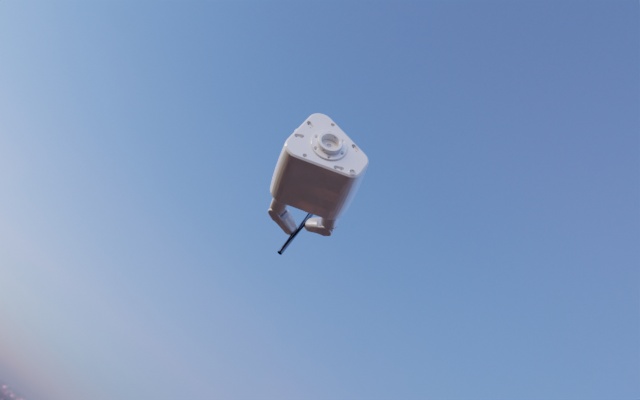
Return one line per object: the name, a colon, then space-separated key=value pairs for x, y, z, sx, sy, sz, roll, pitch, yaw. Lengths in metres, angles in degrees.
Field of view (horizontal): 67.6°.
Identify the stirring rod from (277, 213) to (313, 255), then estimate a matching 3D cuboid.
stirring rod: x=0.000 y=0.003 z=0.789 sx=0.011 sy=0.011 sz=0.239 roll=0 pitch=40 yaw=42
